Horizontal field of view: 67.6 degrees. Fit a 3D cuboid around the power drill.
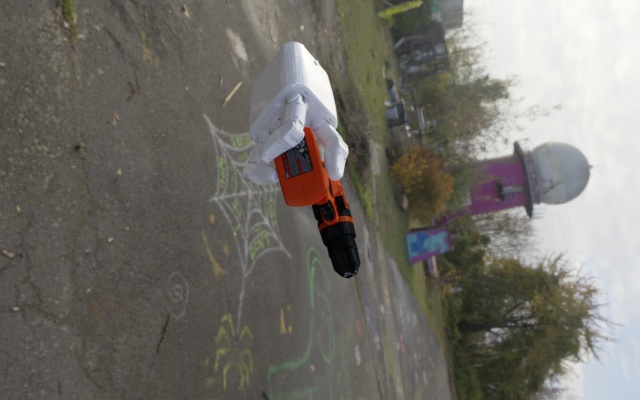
[{"bbox_3d":[0.000,0.002,0.644,0.057,0.184,0.188,-20,-25,7],"label":"power drill"}]
